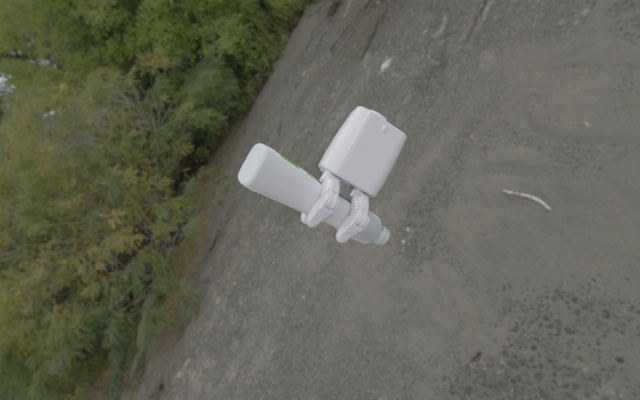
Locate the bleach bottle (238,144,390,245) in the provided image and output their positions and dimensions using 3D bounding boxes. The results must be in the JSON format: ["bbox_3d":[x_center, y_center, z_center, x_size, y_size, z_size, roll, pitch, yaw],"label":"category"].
[{"bbox_3d":[0.000,0.002,0.743,0.251,0.068,0.102,29,2,-22],"label":"bleach bottle"}]
